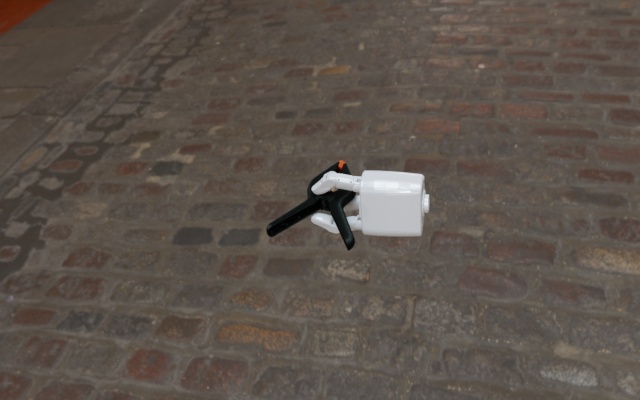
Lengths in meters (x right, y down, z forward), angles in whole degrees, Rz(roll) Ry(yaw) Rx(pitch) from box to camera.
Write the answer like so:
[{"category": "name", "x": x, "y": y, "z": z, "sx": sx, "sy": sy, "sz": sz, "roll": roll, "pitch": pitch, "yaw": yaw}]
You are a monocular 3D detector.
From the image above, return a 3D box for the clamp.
[{"category": "clamp", "x": 0.000, "y": 0.002, "z": 0.886, "sx": 0.164, "sy": 0.036, "sz": 0.209, "roll": 4, "pitch": 46, "yaw": 16}]
